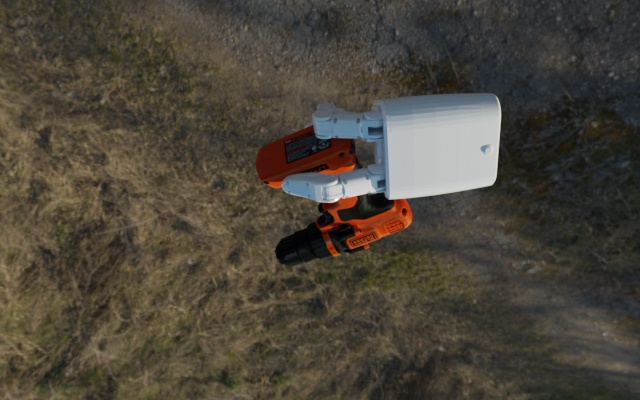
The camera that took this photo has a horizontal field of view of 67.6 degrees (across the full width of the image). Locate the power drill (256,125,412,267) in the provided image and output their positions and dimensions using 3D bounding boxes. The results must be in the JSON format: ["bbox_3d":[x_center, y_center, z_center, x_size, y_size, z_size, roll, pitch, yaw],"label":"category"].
[{"bbox_3d":[0.000,0.002,0.561,0.184,0.057,0.188,-22,-41,11],"label":"power drill"}]
